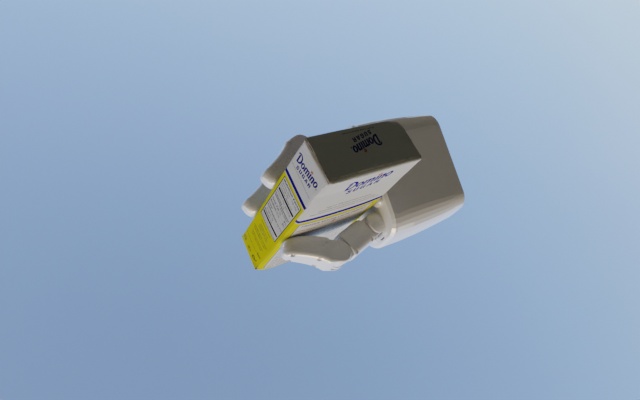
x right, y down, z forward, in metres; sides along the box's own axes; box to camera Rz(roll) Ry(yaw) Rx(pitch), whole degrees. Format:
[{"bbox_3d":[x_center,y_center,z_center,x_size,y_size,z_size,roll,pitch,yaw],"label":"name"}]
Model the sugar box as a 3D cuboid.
[{"bbox_3d":[0.000,0.001,0.418,0.093,0.048,0.176,-16,-22,-33],"label":"sugar box"}]
